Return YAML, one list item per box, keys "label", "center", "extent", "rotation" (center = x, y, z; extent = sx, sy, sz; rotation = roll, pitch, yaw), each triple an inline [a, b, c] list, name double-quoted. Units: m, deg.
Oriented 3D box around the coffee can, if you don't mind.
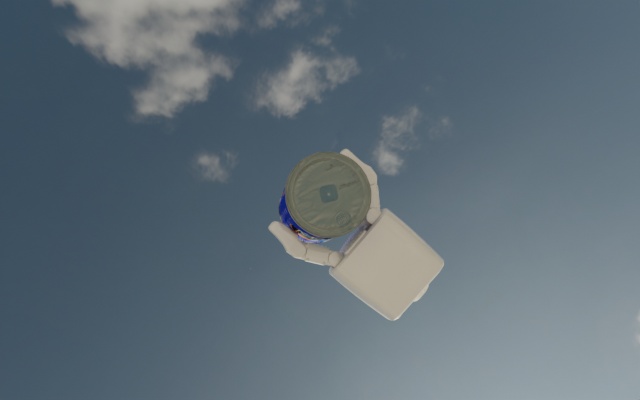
- label: "coffee can"
  center: [0.000, 0.002, 0.626]
  extent: [0.103, 0.103, 0.140]
  rotation: [0, -8, -8]
